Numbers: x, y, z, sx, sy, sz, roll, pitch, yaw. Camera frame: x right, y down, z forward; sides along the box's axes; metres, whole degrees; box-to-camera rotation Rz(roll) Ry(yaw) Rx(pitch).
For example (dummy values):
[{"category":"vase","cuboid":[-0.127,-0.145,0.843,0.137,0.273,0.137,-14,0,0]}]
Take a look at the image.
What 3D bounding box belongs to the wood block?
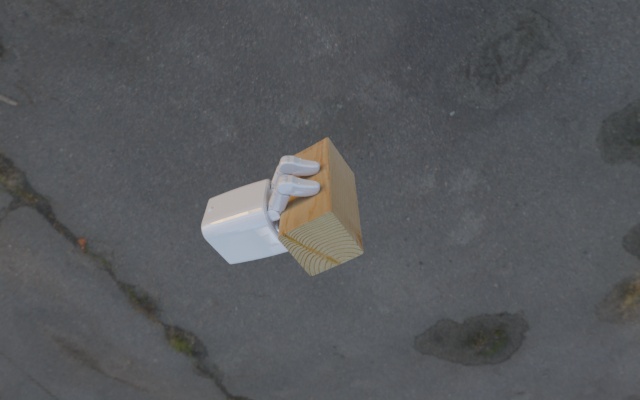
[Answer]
[{"category":"wood block","cuboid":[0.000,0.003,0.740,0.090,0.091,0.206,-27,32,17]}]
